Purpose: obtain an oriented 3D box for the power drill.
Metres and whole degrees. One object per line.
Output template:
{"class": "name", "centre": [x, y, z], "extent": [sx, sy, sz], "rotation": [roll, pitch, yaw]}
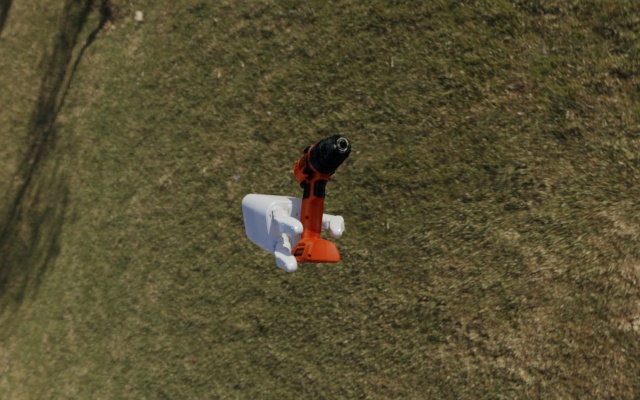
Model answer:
{"class": "power drill", "centre": [0.000, 0.003, 0.740], "extent": [0.057, 0.187, 0.184], "rotation": [6, -11, -16]}
